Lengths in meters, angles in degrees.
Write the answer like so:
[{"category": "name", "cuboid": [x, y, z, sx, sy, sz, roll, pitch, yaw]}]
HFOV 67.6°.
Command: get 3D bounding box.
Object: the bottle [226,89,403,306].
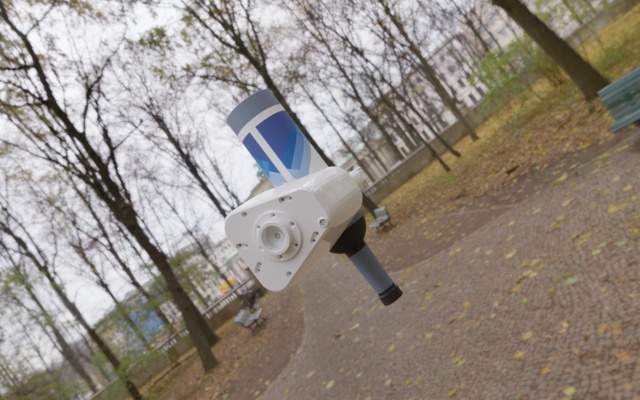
[{"category": "bottle", "cuboid": [0.000, 0.002, 0.580, 0.069, 0.295, 0.069, -37, -2, -1]}]
